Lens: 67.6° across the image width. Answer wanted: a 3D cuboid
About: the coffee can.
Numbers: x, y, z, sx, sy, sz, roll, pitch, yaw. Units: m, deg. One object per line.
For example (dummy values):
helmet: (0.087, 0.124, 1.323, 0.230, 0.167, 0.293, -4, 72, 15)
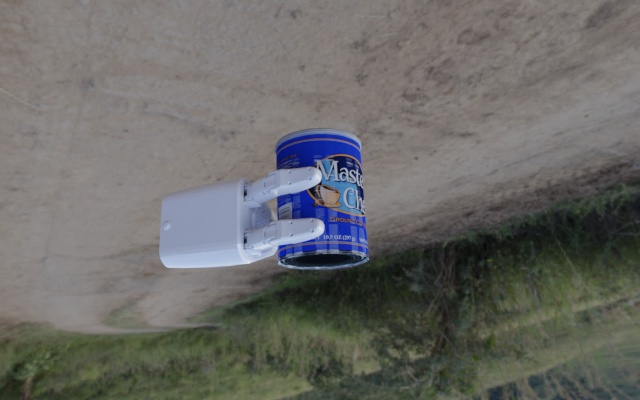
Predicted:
coffee can: (0.000, 0.002, 0.551, 0.103, 0.140, 0.103, -2, -17, -1)
